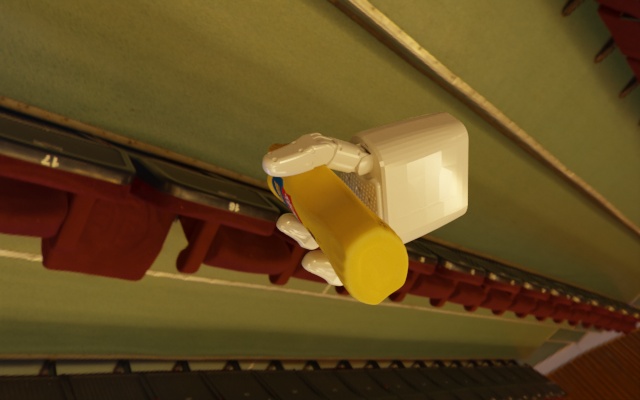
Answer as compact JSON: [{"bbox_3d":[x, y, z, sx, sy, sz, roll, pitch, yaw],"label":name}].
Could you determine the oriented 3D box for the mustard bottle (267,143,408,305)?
[{"bbox_3d":[0.000,0.002,0.435,0.191,0.058,0.096,50,-6,41],"label":"mustard bottle"}]
